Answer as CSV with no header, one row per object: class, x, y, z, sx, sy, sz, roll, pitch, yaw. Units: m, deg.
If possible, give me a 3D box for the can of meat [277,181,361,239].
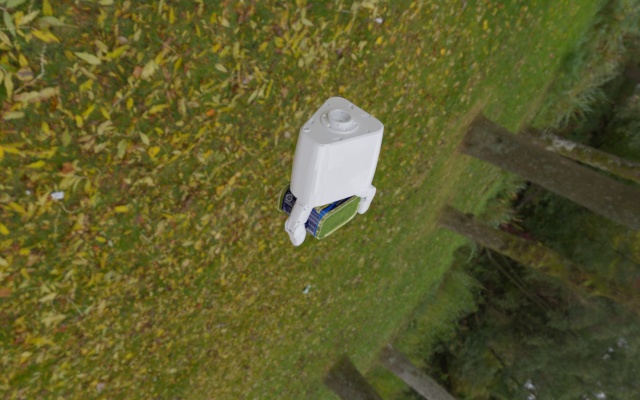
can of meat,0.000,0.003,0.725,0.084,0.057,0.102,38,48,24
